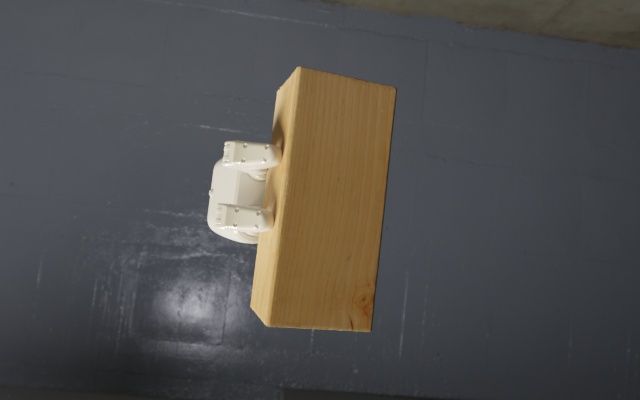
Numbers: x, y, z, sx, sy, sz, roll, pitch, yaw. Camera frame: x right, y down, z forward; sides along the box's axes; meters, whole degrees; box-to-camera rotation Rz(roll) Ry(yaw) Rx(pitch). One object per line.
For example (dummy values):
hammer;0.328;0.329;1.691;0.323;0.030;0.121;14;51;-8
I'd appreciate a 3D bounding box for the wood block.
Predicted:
wood block;0.000;0.002;0.426;0.091;0.206;0.090;8;-4;-17
